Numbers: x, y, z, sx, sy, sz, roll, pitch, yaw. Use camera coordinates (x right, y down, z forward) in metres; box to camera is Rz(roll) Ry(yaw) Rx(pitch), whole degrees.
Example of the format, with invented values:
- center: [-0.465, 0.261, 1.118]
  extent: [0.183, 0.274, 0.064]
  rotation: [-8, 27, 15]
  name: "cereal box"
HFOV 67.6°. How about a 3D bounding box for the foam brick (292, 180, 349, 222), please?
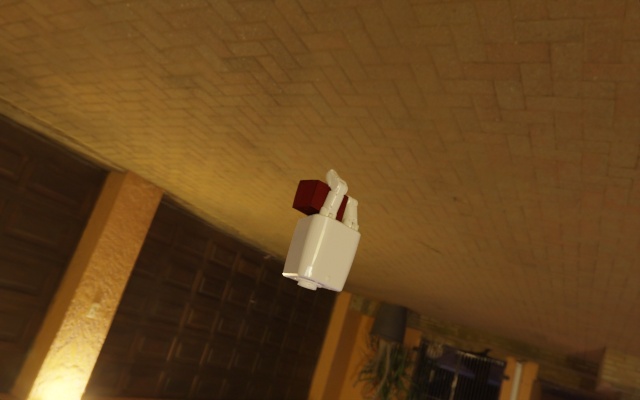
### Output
- center: [0.000, 0.003, 0.826]
  extent: [0.078, 0.051, 0.053]
  rotation: [28, -18, -34]
  name: "foam brick"
